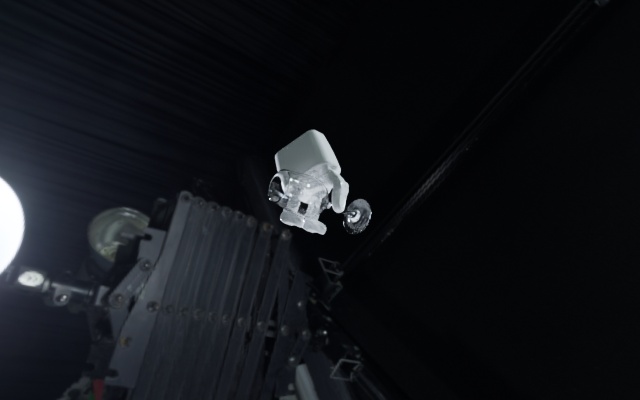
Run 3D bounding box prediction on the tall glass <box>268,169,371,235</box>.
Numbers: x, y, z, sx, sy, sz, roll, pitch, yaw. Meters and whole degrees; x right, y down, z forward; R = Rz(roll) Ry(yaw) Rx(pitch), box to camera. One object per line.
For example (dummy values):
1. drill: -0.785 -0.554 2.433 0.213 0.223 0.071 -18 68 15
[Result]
1. tall glass: 0.001 0.003 0.894 0.201 0.079 0.079 22 -14 -38
